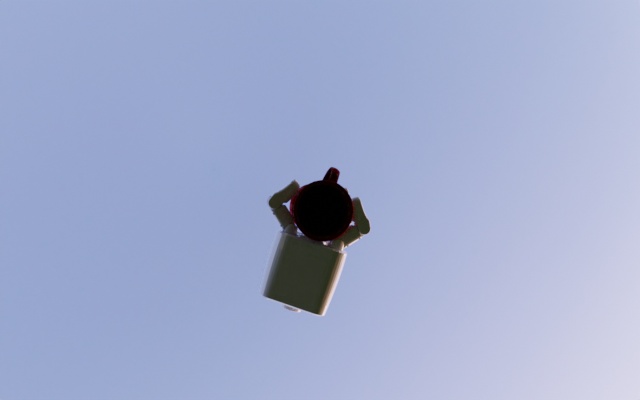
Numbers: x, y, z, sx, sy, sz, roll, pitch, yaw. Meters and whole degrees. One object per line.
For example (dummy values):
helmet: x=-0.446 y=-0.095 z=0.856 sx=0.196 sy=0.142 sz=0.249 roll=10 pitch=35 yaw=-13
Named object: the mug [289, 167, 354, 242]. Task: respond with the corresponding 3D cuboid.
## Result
mug: x=0.000 y=0.001 z=0.753 sx=0.093 sy=0.117 sz=0.081 roll=19 pitch=-2 yaw=-13
